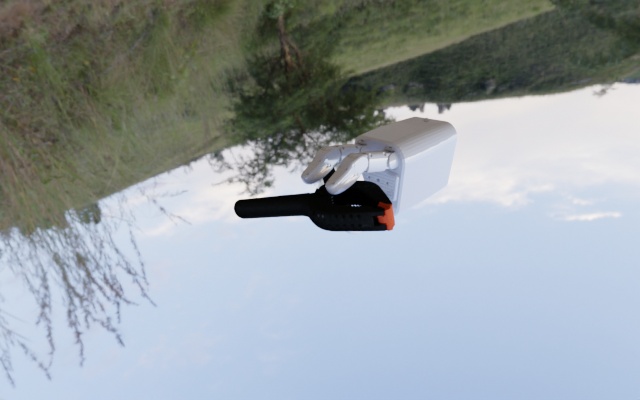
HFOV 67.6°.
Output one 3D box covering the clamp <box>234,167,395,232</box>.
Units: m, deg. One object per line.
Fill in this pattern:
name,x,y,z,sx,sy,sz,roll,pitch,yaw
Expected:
clamp,0.001,0.003,0.588,0.164,0.036,0.210,-27,29,-27
